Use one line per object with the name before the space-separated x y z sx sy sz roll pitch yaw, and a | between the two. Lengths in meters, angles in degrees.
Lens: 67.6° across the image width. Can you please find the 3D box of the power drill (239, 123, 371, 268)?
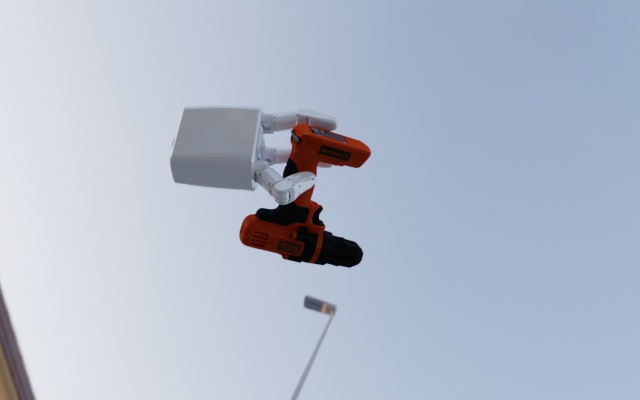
power drill | 0.000 0.002 0.653 0.184 0.188 0.057 14 19 -20
